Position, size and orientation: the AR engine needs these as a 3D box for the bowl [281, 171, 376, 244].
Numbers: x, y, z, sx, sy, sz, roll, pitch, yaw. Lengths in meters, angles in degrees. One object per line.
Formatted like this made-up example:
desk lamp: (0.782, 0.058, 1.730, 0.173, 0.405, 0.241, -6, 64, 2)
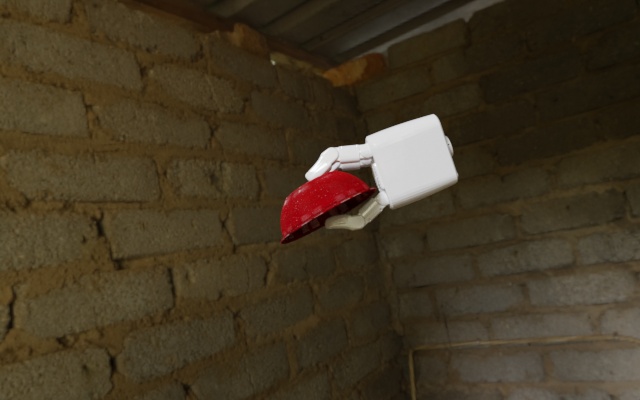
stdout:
bowl: (-0.001, 0.003, 0.707, 0.162, 0.055, 0.162, -30, -8, -5)
